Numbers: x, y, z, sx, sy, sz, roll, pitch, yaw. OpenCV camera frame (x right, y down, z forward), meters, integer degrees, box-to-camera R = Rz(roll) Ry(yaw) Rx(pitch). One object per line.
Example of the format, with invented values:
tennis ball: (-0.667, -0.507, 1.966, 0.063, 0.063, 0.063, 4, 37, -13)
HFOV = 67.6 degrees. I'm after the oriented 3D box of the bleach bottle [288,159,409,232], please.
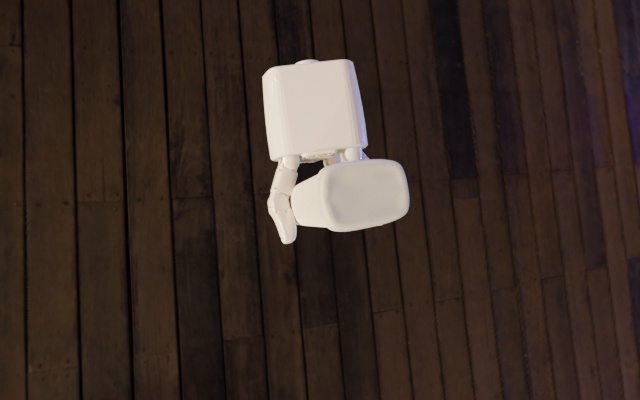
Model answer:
bleach bottle: (0.000, 0.002, 0.580, 0.102, 0.068, 0.251, -8, -1, -23)
